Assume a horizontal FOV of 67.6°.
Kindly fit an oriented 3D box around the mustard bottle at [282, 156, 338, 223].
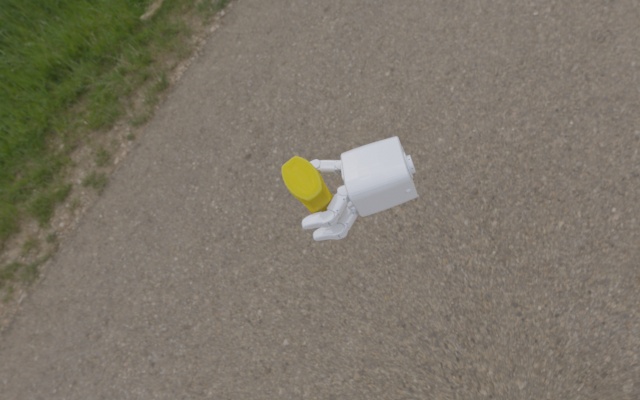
[{"bbox_3d":[0.000,0.003,0.859,0.058,0.096,0.192,-39,-34,-1],"label":"mustard bottle"}]
